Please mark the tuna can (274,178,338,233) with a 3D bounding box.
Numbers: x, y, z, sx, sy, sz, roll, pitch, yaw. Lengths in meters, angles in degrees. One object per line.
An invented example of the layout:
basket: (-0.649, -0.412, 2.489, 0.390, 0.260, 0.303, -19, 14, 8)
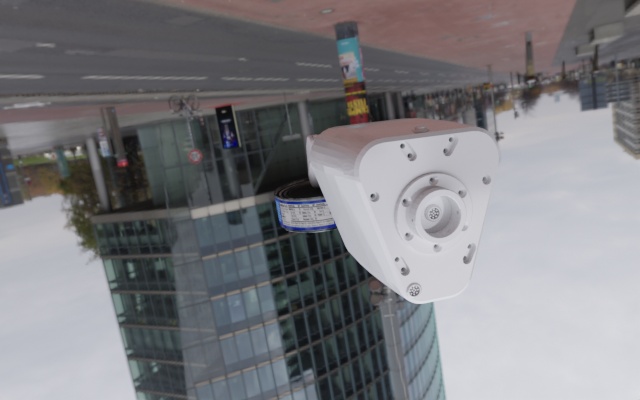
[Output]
tuna can: (0.000, 0.002, 0.459, 0.086, 0.034, 0.086, -8, 15, 2)
